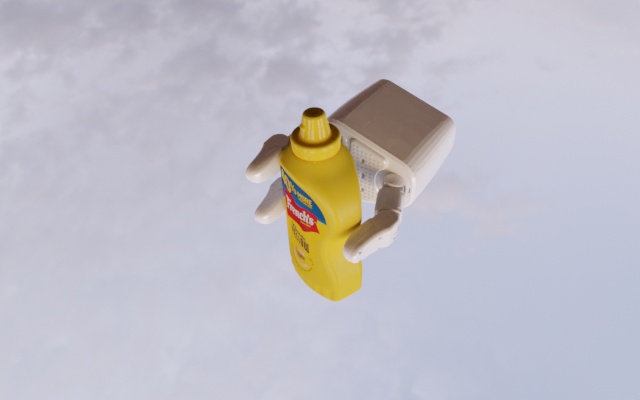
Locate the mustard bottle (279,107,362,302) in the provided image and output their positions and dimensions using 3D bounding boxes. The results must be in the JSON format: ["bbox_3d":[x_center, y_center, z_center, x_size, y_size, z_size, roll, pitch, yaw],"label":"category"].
[{"bbox_3d":[0.000,0.002,0.437,0.058,0.192,0.096,-23,46,-20],"label":"mustard bottle"}]
